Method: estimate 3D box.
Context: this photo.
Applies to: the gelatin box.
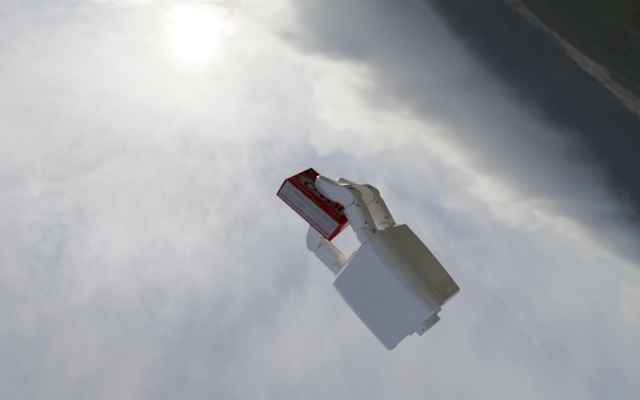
[{"bbox_3d":[0.000,0.002,0.588,0.089,0.030,0.073,40,26,9],"label":"gelatin box"}]
